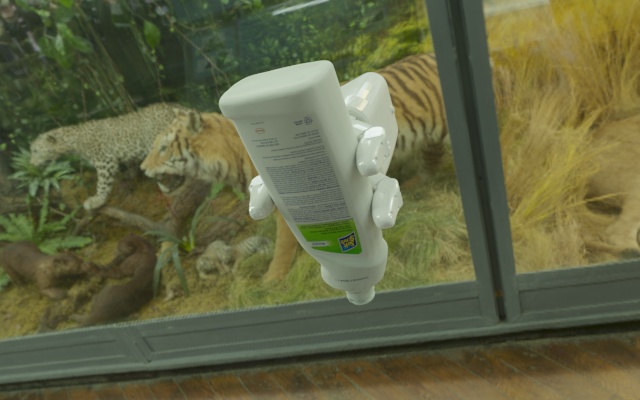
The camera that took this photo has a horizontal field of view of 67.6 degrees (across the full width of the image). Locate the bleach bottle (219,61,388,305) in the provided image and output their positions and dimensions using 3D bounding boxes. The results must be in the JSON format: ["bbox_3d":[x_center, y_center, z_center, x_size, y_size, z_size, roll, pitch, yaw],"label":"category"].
[{"bbox_3d":[0.000,0.001,0.458,0.102,0.251,0.068,-5,33,25],"label":"bleach bottle"}]
